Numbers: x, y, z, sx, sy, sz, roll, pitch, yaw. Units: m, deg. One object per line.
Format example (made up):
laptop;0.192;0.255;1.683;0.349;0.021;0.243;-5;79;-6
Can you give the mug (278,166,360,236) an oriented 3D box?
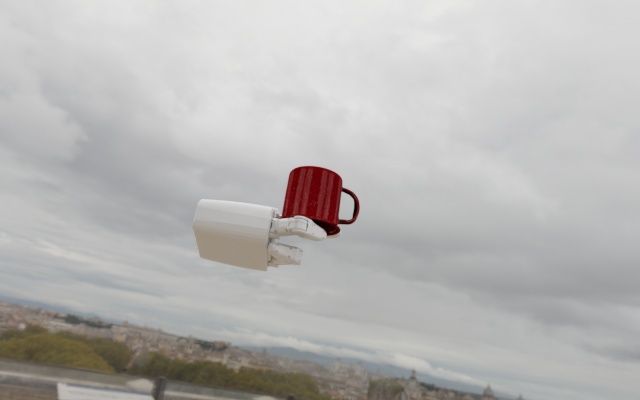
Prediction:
mug;0.002;0.002;0.701;0.117;0.081;0.093;9;-19;0
